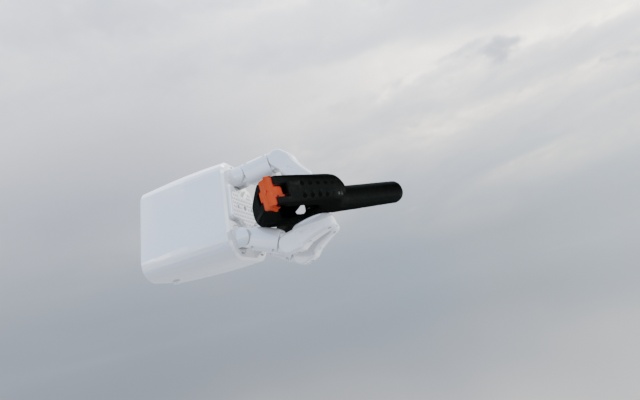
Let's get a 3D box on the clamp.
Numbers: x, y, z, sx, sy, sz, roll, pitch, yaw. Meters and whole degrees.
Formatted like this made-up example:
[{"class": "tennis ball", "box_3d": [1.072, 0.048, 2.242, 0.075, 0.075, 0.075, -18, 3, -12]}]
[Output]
[{"class": "clamp", "box_3d": [-0.001, 0.001, 0.498, 0.164, 0.036, 0.210, -20, -13, 11]}]
